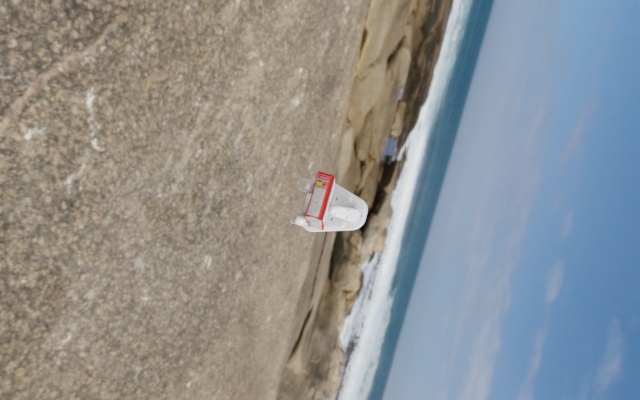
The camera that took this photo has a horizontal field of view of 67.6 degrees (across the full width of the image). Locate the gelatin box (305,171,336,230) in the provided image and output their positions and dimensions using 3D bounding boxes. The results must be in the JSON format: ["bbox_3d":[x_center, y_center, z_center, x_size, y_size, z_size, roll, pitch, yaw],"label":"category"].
[{"bbox_3d":[0.001,0.003,0.750,0.030,0.073,0.089,16,-12,5],"label":"gelatin box"}]
